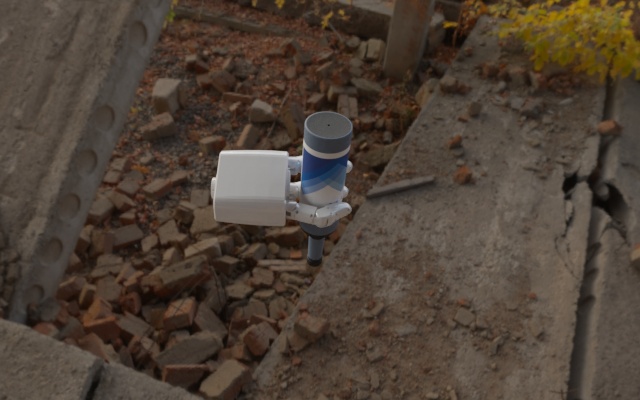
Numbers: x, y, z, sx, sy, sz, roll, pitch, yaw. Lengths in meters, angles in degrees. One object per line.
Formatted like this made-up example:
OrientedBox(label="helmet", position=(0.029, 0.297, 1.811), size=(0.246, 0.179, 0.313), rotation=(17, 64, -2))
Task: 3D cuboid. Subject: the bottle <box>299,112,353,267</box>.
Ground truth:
OrientedBox(label="bottle", position=(0.000, 0.002, 0.755), size=(0.069, 0.296, 0.069), rotation=(3, 44, -3))
